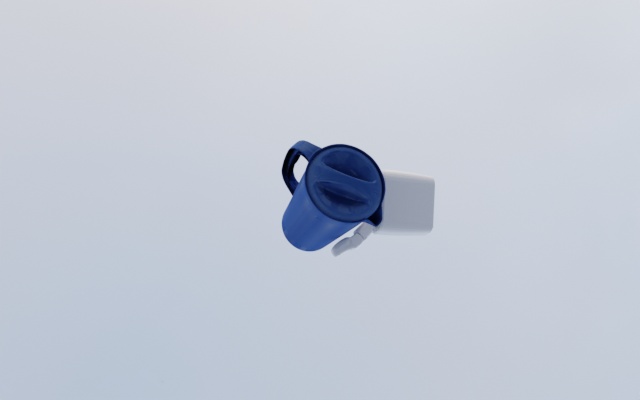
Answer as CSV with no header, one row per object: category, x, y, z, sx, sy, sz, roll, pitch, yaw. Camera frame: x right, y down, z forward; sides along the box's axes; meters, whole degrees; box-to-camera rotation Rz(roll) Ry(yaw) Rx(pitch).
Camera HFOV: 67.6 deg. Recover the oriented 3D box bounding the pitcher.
pitcher,0.000,0.003,0.840,0.145,0.149,0.243,2,-20,-17
